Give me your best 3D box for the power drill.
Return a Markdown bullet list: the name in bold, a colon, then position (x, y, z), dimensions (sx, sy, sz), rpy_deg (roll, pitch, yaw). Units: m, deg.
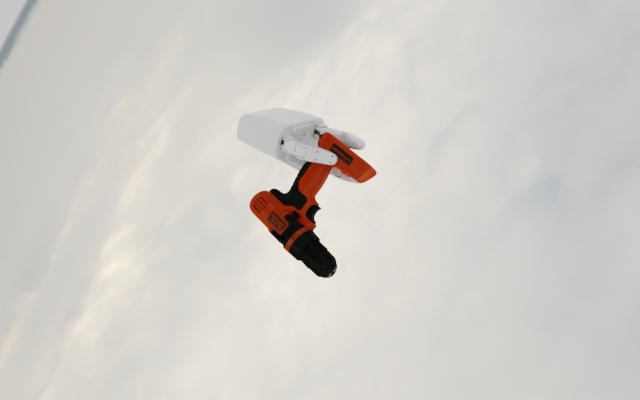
- **power drill**: position (0.000, 0.002, 0.748), dimensions (0.184, 0.187, 0.057), rpy_deg (42, 4, 19)
